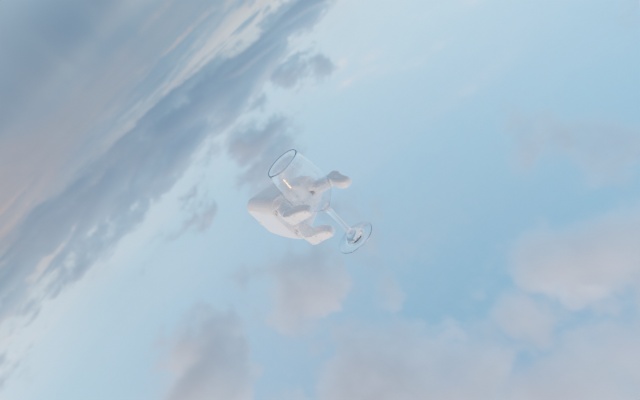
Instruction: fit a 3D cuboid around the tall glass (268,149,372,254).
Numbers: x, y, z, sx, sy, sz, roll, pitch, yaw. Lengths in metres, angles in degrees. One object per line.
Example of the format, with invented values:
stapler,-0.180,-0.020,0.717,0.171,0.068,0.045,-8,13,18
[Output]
tall glass,0.001,0.003,0.820,0.201,0.079,0.079,46,-24,-26
